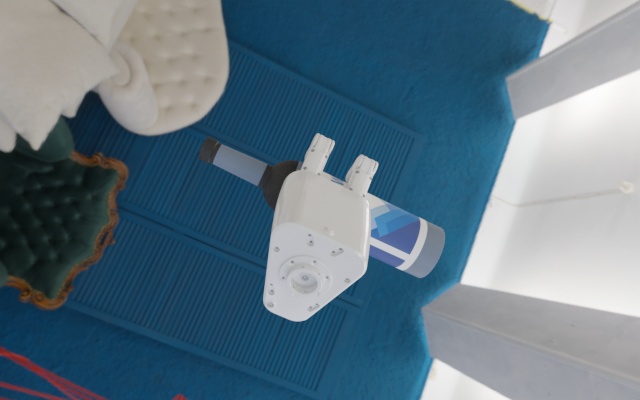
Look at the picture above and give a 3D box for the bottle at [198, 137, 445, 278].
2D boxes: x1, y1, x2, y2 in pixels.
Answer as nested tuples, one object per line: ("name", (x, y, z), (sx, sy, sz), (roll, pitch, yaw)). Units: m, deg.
("bottle", (0.000, 0.002, 0.557), (0.296, 0.069, 0.069), (25, -4, -8))
